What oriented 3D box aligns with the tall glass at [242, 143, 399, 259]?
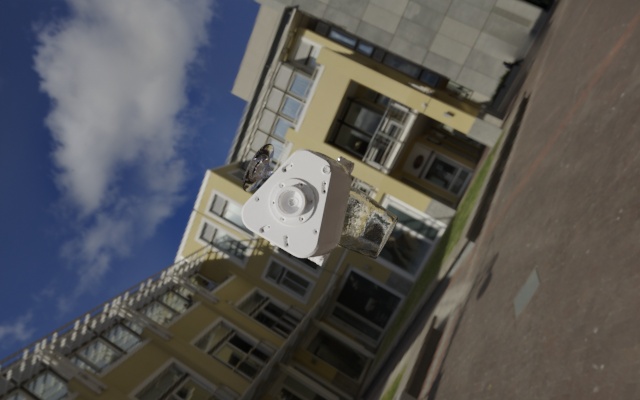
[{"bbox_3d":[0.000,0.002,0.633,0.201,0.079,0.079,29,6,11],"label":"tall glass"}]
